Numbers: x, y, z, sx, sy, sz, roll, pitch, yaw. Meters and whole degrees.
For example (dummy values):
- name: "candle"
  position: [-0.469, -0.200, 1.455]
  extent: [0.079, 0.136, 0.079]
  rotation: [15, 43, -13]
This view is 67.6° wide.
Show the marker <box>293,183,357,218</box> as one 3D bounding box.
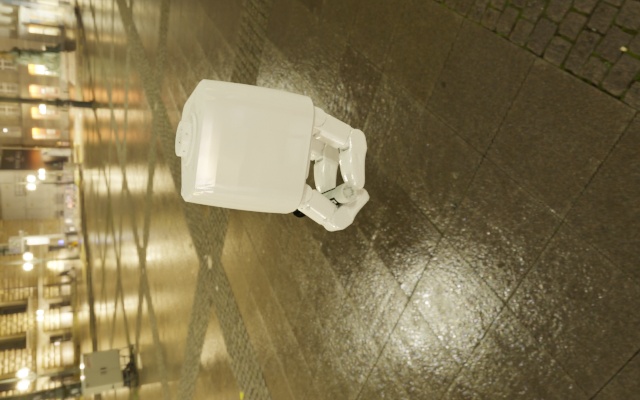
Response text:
- name: "marker"
  position: [0.000, 0.002, 0.522]
  extent: [0.020, 0.020, 0.121]
  rotation: [0, -10, -28]
